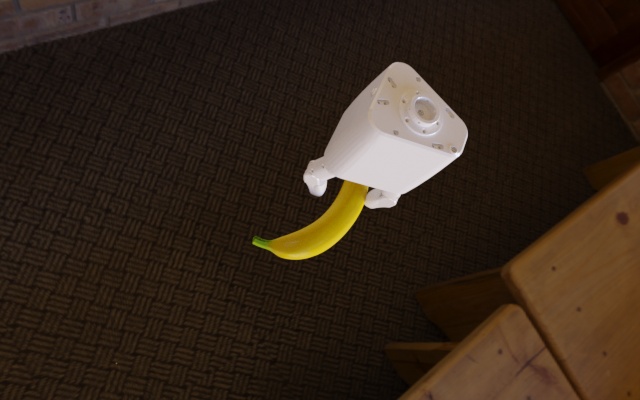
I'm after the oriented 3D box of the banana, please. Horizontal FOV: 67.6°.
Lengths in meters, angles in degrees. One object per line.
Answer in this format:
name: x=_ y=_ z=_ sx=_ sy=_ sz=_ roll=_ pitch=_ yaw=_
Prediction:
banana: x=0.009 y=0.019 z=0.618 sx=0.197 sy=0.069 sz=0.037 roll=-37 pitch=-2 yaw=-28
